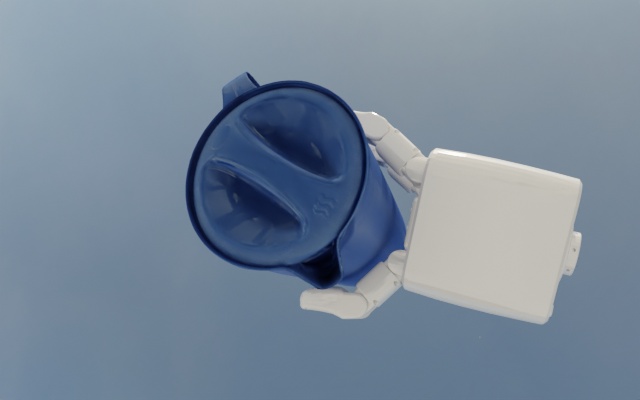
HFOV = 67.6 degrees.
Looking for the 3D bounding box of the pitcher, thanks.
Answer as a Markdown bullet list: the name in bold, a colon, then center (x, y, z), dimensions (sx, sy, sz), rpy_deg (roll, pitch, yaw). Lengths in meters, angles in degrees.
- **pitcher**: center (0.000, 0.001, 0.423), dimensions (0.145, 0.149, 0.243), rpy_deg (13, -11, 22)
